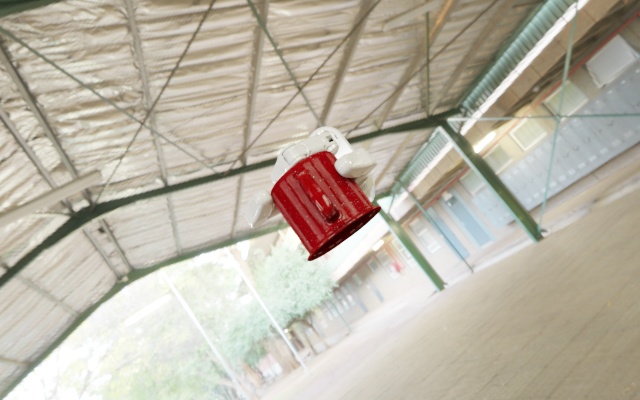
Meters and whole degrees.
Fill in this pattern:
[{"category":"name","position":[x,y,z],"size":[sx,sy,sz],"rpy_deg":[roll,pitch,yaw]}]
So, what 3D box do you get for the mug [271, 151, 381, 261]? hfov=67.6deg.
[{"category":"mug","position":[0.000,0.001,0.482],"size":[0.093,0.081,0.117],"rpy_deg":[-37,-12,2]}]
